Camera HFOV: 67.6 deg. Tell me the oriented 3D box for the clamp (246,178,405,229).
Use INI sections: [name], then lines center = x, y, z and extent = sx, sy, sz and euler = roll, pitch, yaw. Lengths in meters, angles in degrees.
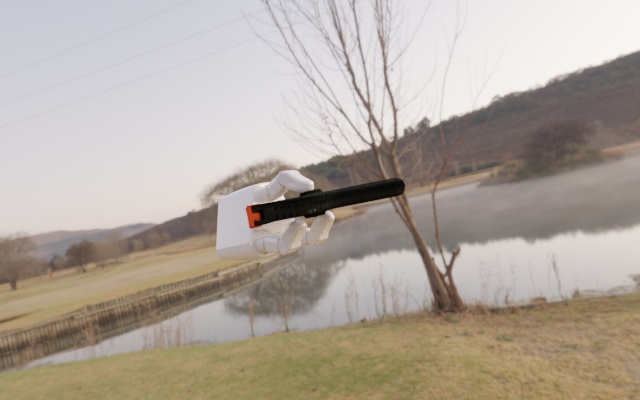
[clamp]
center = -0.001, 0.001, 0.641
extent = 0.210, 0.036, 0.164
euler = -12, -1, -44
